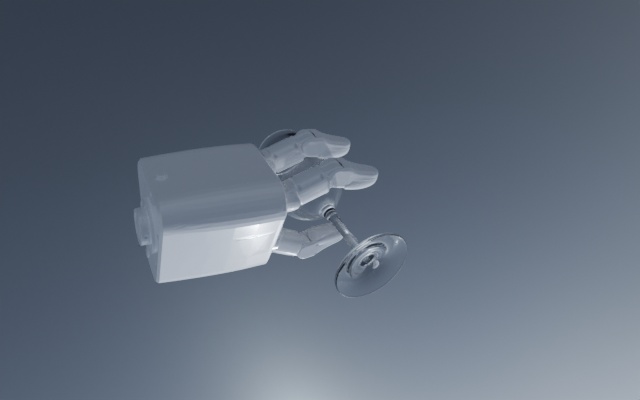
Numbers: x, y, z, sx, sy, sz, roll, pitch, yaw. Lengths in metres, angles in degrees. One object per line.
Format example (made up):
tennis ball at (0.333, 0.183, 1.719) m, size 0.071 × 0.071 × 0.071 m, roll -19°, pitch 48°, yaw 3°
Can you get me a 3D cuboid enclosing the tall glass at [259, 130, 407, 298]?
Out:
tall glass at (0.001, 0.002, 0.486) m, size 0.079 × 0.079 × 0.201 m, roll 0°, pitch 35°, yaw -33°
